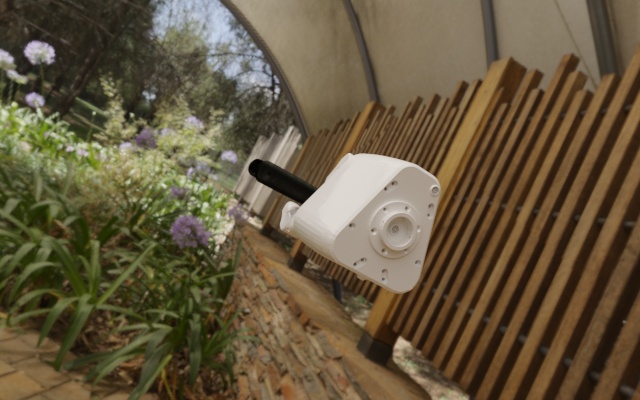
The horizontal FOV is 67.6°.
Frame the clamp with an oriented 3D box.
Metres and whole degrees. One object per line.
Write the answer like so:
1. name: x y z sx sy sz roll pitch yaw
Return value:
1. clamp: 0.001 0.002 0.596 0.210 0.036 0.164 28 1 -20
